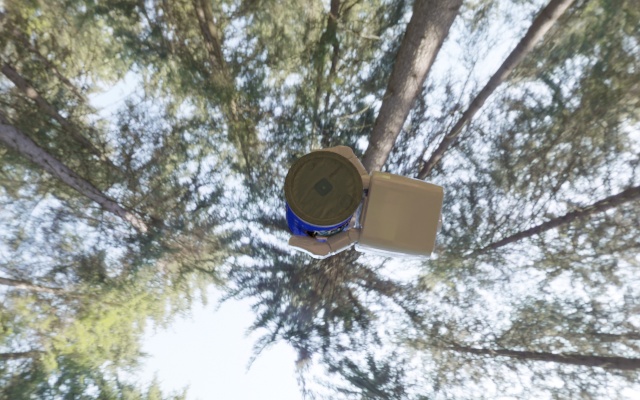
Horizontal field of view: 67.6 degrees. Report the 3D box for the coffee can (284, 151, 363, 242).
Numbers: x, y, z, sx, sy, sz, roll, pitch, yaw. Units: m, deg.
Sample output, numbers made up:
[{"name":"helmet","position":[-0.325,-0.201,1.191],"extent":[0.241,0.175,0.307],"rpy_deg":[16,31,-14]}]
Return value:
[{"name":"coffee can","position":[0.000,0.002,0.682],"extent":[0.103,0.102,0.140],"rpy_deg":[0,-16,-4]}]
